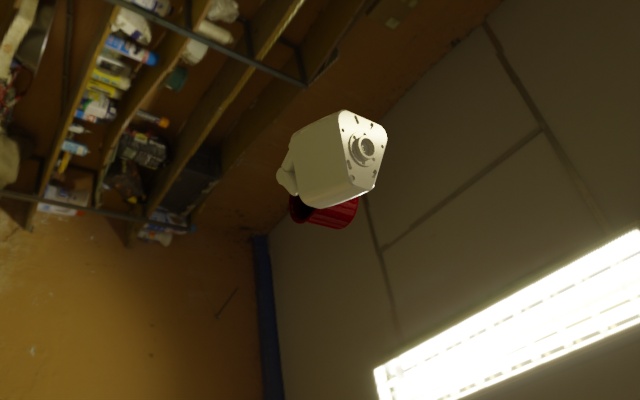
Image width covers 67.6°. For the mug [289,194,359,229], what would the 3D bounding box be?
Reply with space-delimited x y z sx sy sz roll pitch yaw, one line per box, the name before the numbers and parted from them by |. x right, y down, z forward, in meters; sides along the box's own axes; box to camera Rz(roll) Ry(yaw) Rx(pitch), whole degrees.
mug | -0.001 0.003 0.781 0.081 0.093 0.117 16 -21 -33
